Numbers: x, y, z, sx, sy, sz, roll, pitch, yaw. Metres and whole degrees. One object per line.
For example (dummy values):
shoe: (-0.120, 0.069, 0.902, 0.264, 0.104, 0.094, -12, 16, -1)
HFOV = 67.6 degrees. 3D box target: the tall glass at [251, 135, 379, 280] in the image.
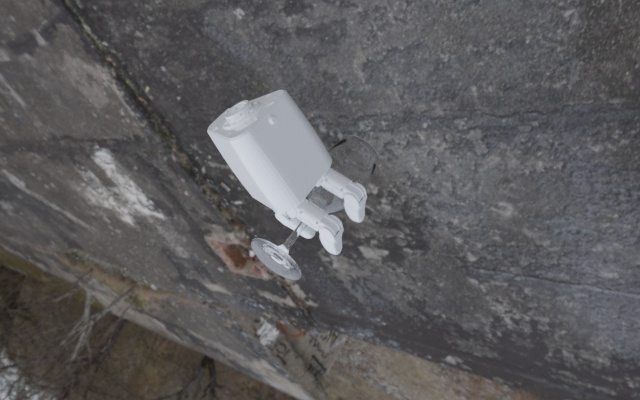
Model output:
tall glass: (0.000, 0.003, 0.616, 0.079, 0.079, 0.201, 0, 44, 49)
